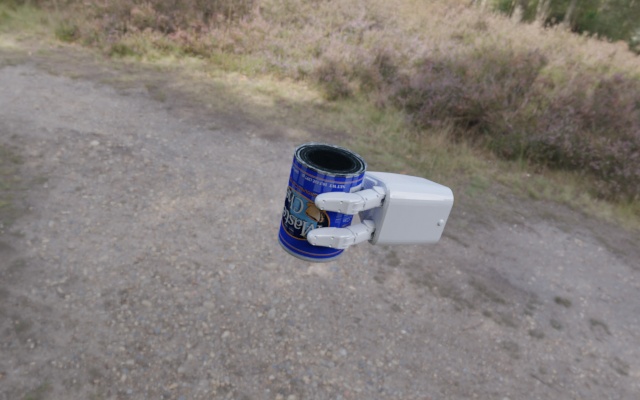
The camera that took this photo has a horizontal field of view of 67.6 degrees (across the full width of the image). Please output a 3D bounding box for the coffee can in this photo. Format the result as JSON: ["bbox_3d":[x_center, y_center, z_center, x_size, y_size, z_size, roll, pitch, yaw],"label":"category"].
[{"bbox_3d":[0.000,0.002,0.680,0.103,0.140,0.102,10,28,-5],"label":"coffee can"}]
